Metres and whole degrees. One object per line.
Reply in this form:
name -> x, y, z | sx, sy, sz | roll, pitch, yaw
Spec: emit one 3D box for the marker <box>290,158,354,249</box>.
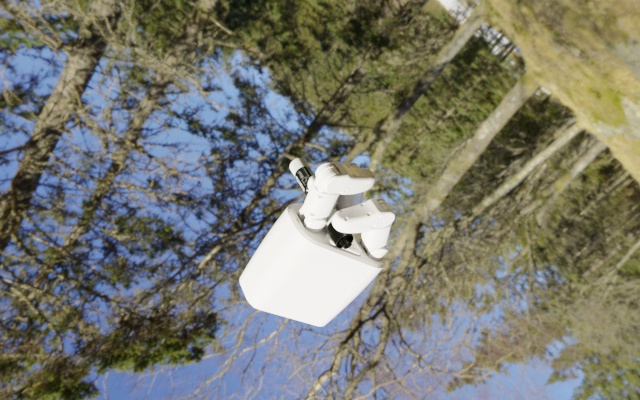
marker -> 0.000, 0.002, 0.475 | 0.020, 0.020, 0.121 | 0, 42, -34
